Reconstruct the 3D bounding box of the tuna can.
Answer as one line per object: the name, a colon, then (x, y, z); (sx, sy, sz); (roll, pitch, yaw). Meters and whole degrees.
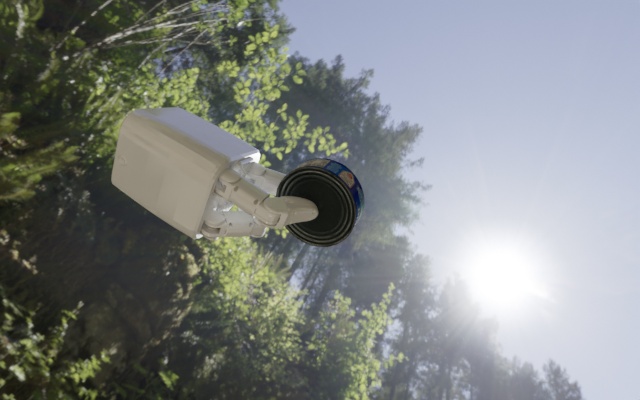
tuna can: (0.000, 0.001, 0.482); (0.086, 0.086, 0.033); (0, 22, 24)
